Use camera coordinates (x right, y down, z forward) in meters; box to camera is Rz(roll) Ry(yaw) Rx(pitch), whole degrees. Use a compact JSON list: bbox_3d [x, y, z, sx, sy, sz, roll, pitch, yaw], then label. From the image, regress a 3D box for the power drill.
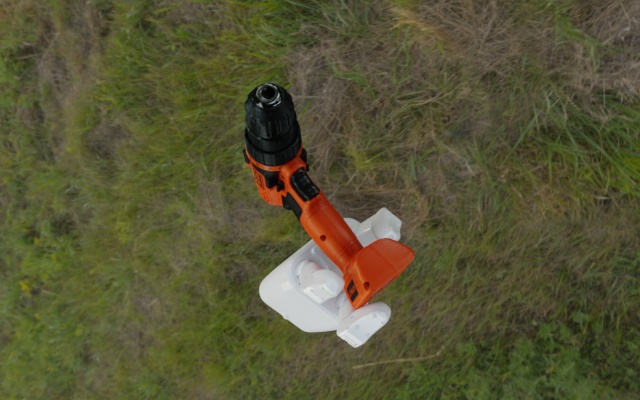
[{"bbox_3d":[0.000,0.002,0.431,0.057,0.187,0.184,-36,-17,-13],"label":"power drill"}]
